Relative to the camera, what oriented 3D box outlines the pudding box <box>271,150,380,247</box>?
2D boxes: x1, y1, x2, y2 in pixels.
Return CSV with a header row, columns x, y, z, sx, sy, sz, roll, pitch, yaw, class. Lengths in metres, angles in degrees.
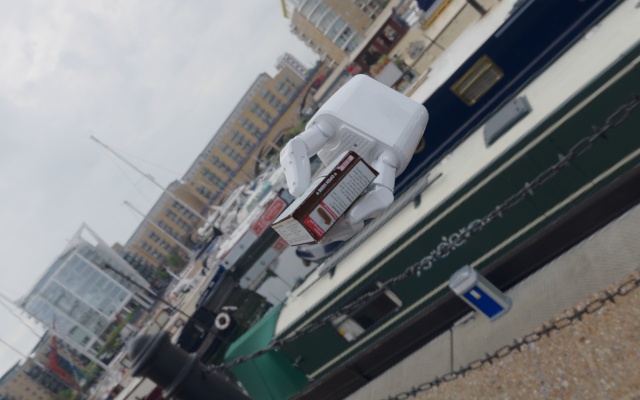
x,y,z,sx,sy,sz,roll,pitch,yaw,class
0.000,0.001,0.479,0.039,0.090,0.113,43,-15,-4,pudding box
